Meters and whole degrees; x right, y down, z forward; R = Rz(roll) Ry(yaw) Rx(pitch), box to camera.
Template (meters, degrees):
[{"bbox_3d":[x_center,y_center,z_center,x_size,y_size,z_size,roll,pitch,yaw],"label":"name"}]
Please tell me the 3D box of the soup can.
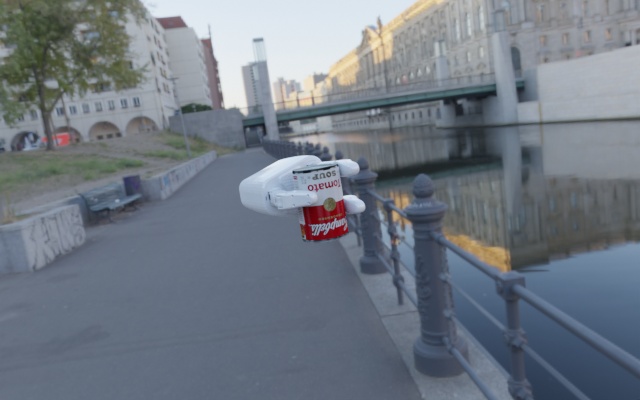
[{"bbox_3d":[0.000,0.002,0.676,0.068,0.102,0.068,-9,9,1],"label":"soup can"}]
